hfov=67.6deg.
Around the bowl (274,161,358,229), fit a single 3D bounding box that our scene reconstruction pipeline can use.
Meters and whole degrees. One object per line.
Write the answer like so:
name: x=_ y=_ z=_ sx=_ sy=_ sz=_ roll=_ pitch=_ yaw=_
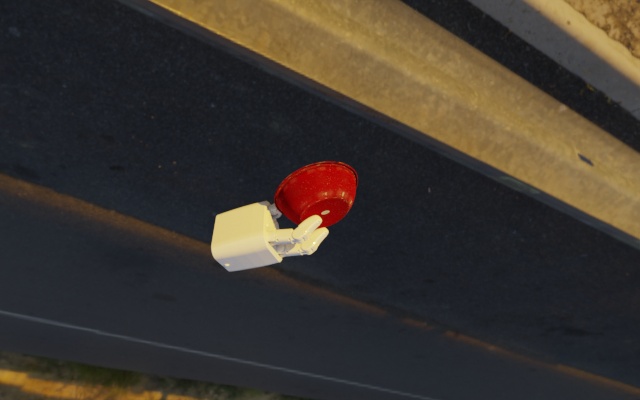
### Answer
bowl: x=0.001 y=0.003 z=0.865 sx=0.162 sy=0.055 sz=0.162 roll=-14 pitch=-35 yaw=-10
